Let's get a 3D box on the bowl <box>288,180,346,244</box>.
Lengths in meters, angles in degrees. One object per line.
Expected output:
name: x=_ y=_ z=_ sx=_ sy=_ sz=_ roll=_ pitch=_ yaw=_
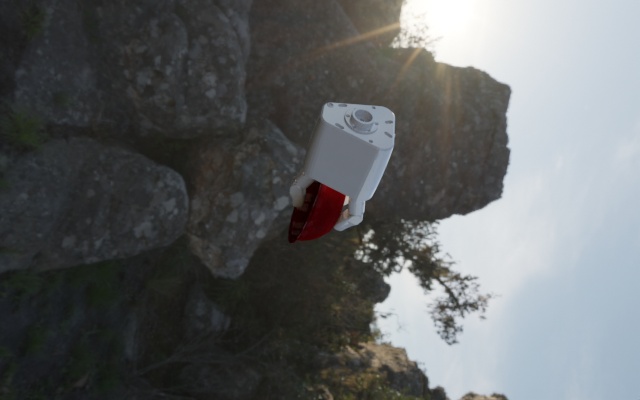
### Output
bowl: x=0.000 y=0.003 z=0.790 sx=0.055 sy=0.162 sz=0.162 roll=20 pitch=-5 yaw=-12
